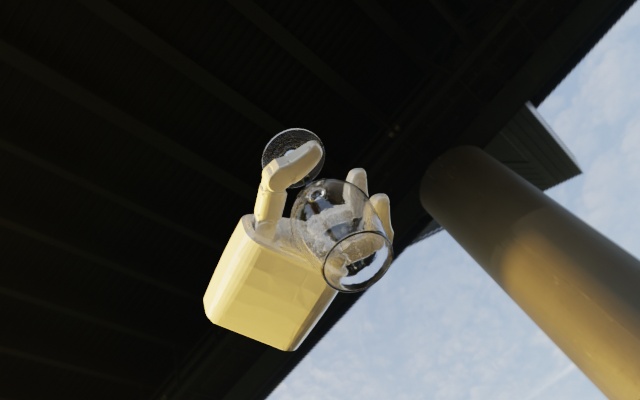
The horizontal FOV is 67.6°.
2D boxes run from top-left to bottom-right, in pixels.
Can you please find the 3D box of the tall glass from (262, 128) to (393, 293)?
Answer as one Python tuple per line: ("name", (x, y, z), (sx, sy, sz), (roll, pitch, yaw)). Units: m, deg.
("tall glass", (0.000, 0.001, 0.465), (0.079, 0.079, 0.201), (0, 29, -21))
